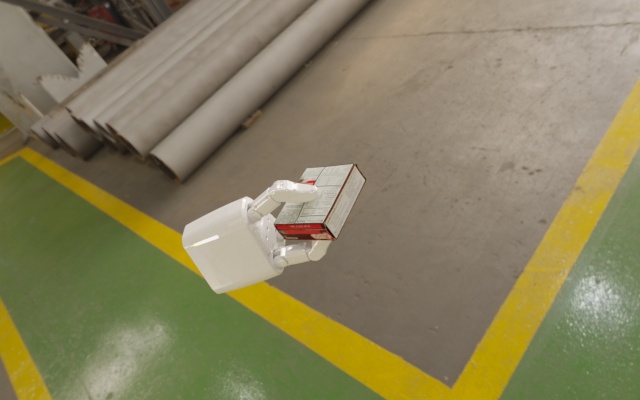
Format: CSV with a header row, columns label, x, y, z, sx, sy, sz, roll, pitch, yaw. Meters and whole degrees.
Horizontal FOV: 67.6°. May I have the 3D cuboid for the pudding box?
label,x,y,z,sx,sy,sz,roll,pitch,yaw
pudding box,0.000,0.002,0.646,0.090,0.113,0.039,-2,-42,38
